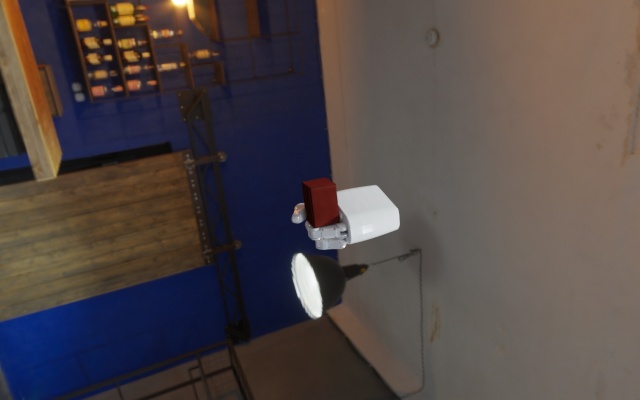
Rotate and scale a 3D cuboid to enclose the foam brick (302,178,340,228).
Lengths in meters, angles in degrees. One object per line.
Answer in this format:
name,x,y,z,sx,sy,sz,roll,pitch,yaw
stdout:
foam brick,0.000,0.003,0.878,0.051,0.078,0.053,-12,20,-15
